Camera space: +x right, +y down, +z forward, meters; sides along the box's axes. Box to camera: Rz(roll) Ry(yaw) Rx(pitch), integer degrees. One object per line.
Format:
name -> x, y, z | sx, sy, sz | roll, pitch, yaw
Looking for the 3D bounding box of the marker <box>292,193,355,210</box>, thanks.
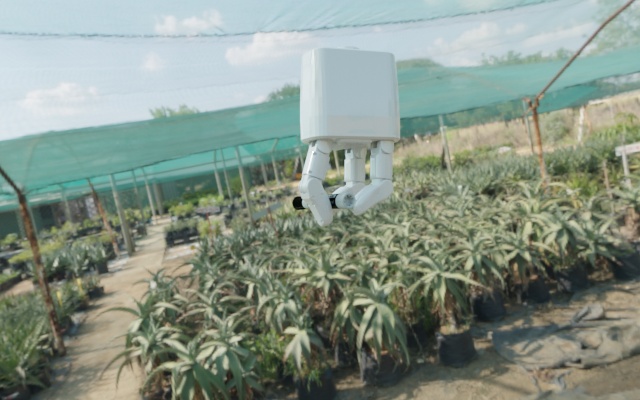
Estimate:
marker -> 0.000, 0.002, 0.592 | 0.020, 0.020, 0.121 | 0, -2, -33
